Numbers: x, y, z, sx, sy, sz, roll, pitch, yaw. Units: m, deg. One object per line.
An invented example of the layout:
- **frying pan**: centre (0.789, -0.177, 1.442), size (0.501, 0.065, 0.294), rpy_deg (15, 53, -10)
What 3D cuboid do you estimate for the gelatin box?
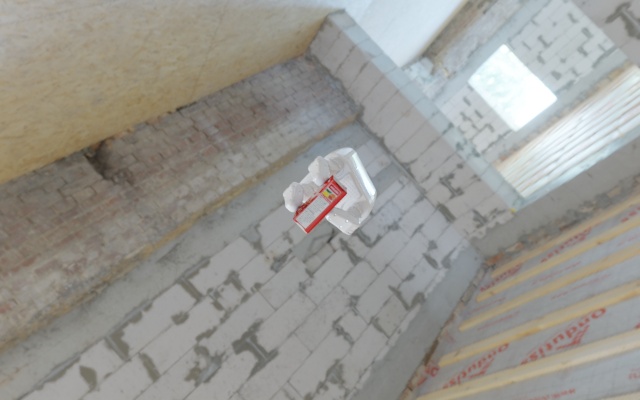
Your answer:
- **gelatin box**: centre (0.000, 0.002, 0.639), size (0.030, 0.073, 0.089), rpy_deg (45, 6, -4)
